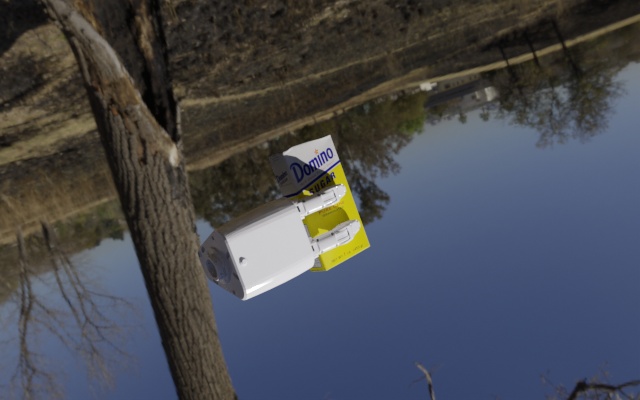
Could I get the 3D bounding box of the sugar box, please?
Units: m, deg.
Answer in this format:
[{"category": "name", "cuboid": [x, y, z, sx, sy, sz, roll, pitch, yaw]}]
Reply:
[{"category": "sugar box", "cuboid": [0.000, 0.002, 0.684, 0.093, 0.176, 0.048, -25, 9, -36]}]
